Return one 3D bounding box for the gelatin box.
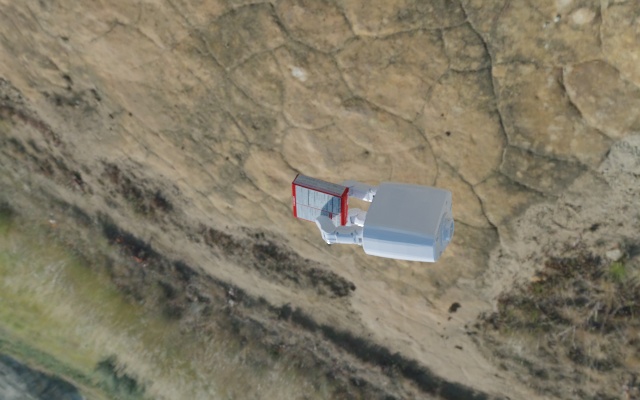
[{"bbox_3d":[0.000,0.003,0.758,0.089,0.073,0.030,15,45,17],"label":"gelatin box"}]
